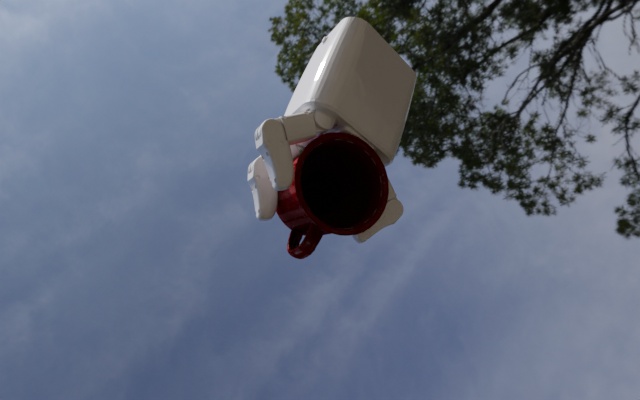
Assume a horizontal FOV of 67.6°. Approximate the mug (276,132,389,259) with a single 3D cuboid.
[{"bbox_3d":[0.000,0.003,0.451,0.093,0.117,0.081,28,-19,-18],"label":"mug"}]
